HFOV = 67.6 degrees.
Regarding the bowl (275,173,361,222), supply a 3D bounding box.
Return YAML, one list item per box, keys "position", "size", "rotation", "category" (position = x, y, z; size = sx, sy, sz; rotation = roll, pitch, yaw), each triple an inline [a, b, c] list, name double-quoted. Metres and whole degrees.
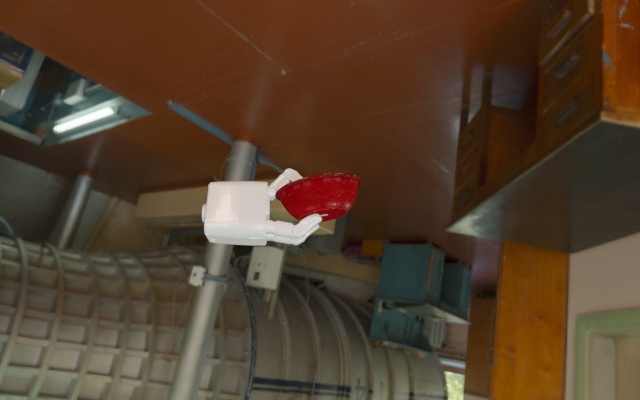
- position: [0.002, 0.003, 0.879]
  size: [0.162, 0.055, 0.162]
  rotation: [-10, -16, -3]
  category: "bowl"
